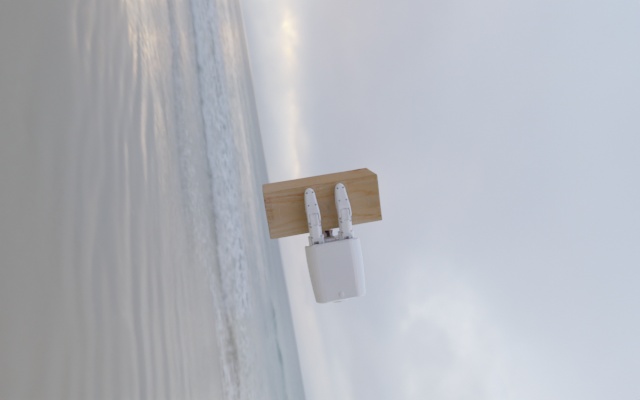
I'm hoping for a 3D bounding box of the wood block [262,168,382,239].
[{"bbox_3d":[0.000,0.003,0.894,0.206,0.090,0.091,-9,12,-6],"label":"wood block"}]
